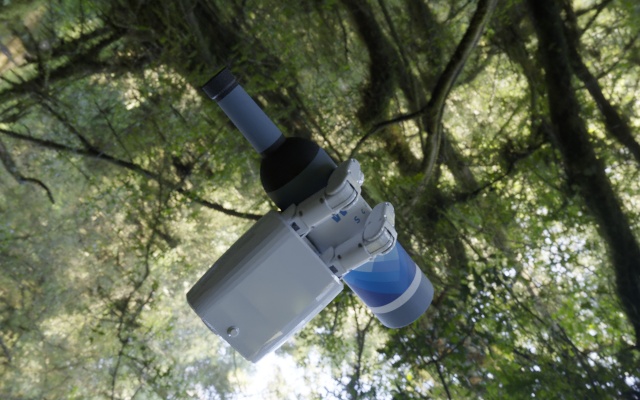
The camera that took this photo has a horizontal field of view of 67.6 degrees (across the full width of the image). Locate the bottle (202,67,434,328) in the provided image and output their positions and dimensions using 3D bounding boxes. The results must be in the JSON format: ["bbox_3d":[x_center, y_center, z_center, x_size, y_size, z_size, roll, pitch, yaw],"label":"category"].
[{"bbox_3d":[0.000,0.002,0.451,0.069,0.296,0.069,-35,20,15],"label":"bottle"}]
